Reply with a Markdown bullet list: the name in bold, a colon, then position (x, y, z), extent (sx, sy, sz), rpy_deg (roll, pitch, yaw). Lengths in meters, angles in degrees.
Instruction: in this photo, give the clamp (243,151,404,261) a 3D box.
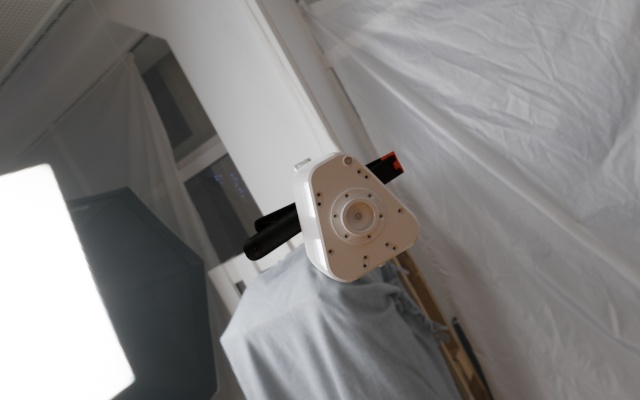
- **clamp**: position (0.000, 0.001, 0.583), extent (0.210, 0.036, 0.164), rpy_deg (-29, 8, -7)
